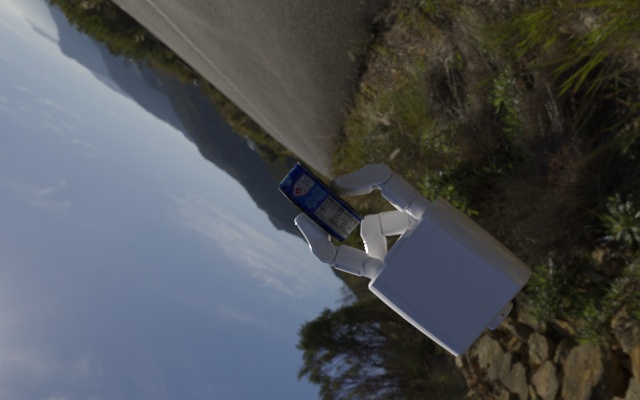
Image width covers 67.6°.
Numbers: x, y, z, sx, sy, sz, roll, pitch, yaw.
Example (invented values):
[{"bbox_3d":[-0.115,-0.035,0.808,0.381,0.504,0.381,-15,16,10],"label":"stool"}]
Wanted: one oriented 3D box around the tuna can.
[{"bbox_3d":[0.000,0.002,0.467,0.086,0.034,0.086,41,1,-1],"label":"tuna can"}]
